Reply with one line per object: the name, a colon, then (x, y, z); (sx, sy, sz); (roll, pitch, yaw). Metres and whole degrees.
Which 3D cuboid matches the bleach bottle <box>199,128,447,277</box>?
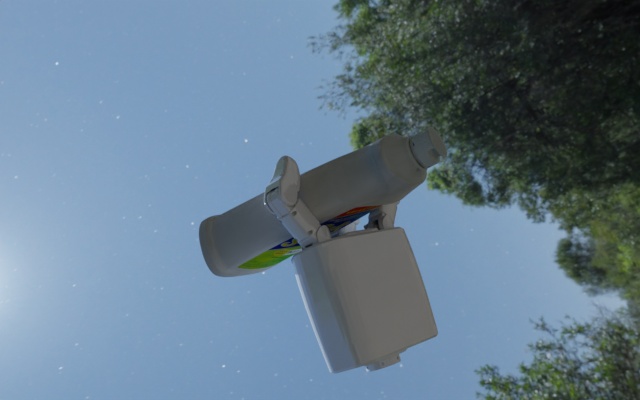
bleach bottle: (0.000, 0.001, 0.459); (0.251, 0.068, 0.102); (-28, -18, 32)
